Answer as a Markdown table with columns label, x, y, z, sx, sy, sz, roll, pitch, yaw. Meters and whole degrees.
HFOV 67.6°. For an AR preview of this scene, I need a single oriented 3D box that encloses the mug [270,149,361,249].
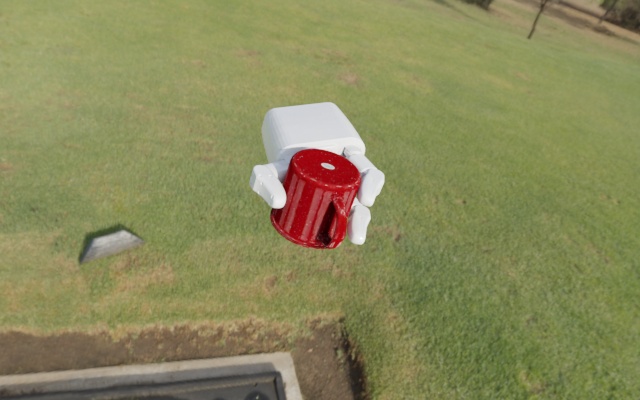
| label | x | y | z | sx | sy | sz | roll | pitch | yaw |
| --- | --- | --- | --- | --- | --- | --- | --- | --- | --- |
| mug | 0.001 | 0.002 | 0.532 | 0.093 | 0.081 | 0.117 | 2 | 36 | -24 |
